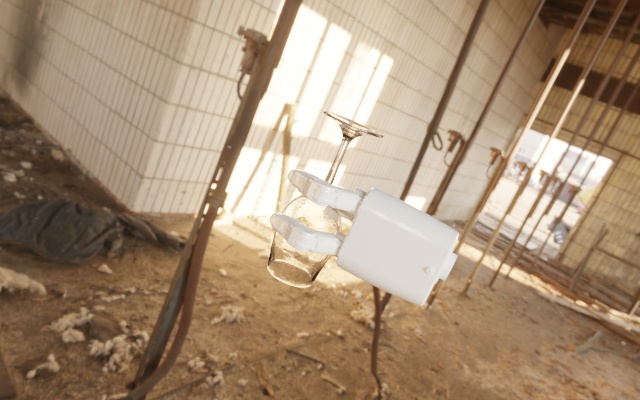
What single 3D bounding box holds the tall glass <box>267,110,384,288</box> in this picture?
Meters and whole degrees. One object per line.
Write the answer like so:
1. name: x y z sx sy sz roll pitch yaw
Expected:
1. tall glass: 0.000 0.001 0.564 0.079 0.201 0.079 22 14 -6
